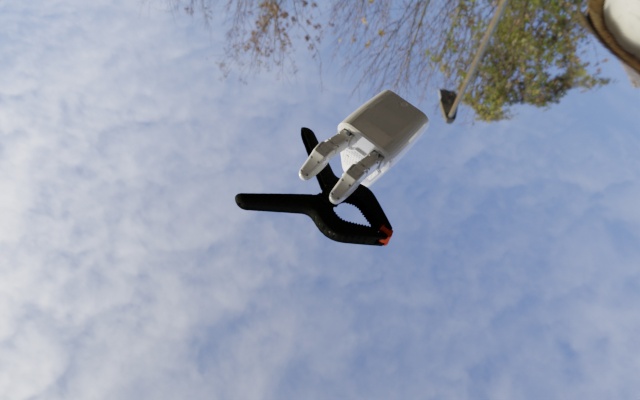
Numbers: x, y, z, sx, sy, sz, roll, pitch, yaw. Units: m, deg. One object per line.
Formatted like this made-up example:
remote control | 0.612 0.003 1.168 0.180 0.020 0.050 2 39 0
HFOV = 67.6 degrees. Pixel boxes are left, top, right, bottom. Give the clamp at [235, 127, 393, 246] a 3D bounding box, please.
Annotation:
clamp | 0.001 0.003 0.656 0.210 0.164 0.036 39 -26 16
